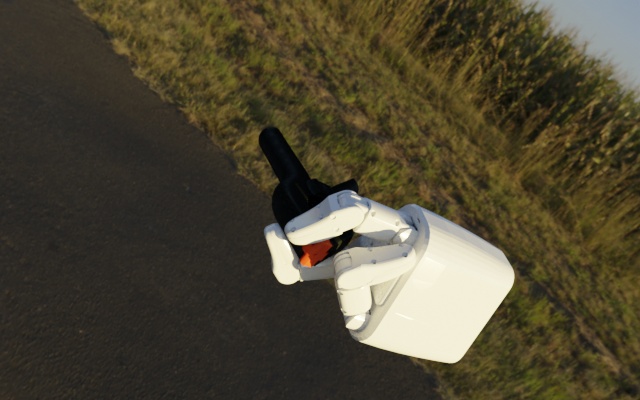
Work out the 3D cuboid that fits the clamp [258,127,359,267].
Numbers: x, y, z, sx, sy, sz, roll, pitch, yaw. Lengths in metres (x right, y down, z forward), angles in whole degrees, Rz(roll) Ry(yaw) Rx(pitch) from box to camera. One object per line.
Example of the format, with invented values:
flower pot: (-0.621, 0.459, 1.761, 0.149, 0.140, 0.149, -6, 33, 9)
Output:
clamp: (0.000, 0.001, 0.441, 0.120, 0.039, 0.171, 22, 31, -25)
